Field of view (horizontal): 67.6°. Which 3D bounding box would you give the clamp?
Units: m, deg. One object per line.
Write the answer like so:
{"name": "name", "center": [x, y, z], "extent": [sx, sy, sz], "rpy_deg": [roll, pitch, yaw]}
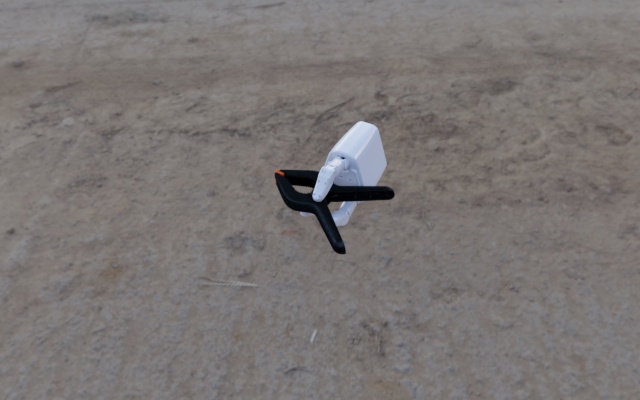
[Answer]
{"name": "clamp", "center": [0.000, 0.002, 0.814], "extent": [0.210, 0.036, 0.164], "rpy_deg": [20, 48, 21]}
